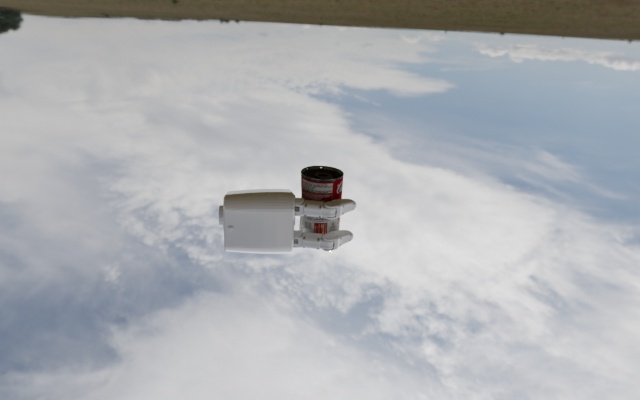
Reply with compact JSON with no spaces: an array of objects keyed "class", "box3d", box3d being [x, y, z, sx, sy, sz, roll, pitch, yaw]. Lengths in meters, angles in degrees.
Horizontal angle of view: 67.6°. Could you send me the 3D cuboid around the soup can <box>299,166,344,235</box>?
[{"class":"soup can","box3d":[0.001,0.003,0.768,0.068,0.102,0.068,3,22,-1]}]
